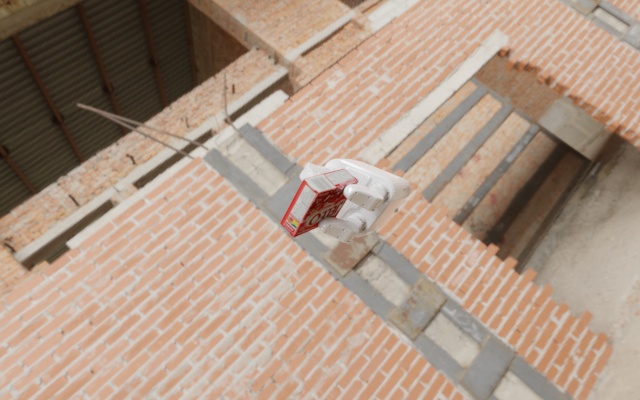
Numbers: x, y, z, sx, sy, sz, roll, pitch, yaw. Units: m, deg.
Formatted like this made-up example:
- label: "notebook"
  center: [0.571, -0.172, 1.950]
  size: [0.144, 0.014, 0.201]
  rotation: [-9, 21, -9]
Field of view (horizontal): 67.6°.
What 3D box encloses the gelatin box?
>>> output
- label: "gelatin box"
  center: [0.000, 0.002, 0.594]
  size: [0.030, 0.073, 0.089]
  rotation: [44, 33, 21]
